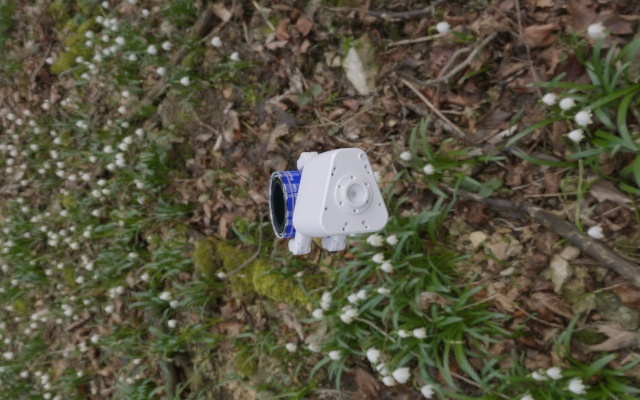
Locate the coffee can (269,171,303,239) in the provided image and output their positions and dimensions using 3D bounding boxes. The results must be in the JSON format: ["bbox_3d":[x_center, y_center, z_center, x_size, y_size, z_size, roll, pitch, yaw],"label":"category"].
[{"bbox_3d":[0.000,0.002,0.740,0.140,0.103,0.103,-4,1,-19],"label":"coffee can"}]
